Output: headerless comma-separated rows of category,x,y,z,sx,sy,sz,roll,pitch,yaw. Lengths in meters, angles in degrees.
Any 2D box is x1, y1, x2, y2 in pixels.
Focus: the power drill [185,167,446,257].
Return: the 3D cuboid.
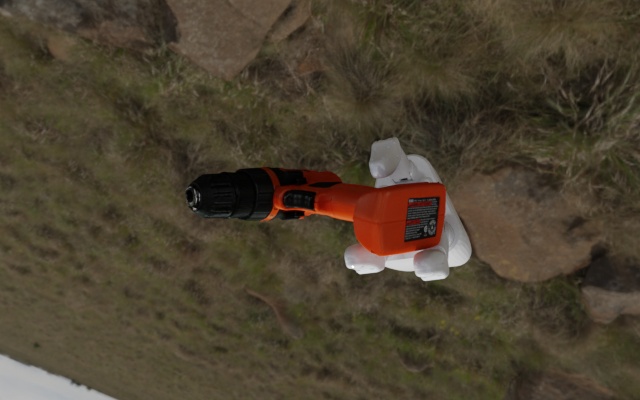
power drill,0.001,0.002,0.428,0.187,0.057,0.184,13,13,43
